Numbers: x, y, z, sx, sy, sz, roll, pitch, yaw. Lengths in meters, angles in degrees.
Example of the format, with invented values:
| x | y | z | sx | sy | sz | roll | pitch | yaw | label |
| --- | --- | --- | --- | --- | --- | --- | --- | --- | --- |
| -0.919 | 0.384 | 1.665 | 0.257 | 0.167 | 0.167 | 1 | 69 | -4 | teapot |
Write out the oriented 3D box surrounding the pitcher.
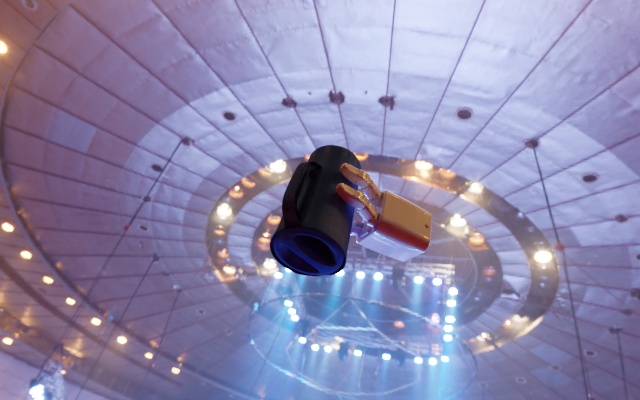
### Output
| x | y | z | sx | sy | sz | roll | pitch | yaw | label |
| --- | --- | --- | --- | --- | --- | --- | --- | --- | --- |
| 0.000 | 0.003 | 0.872 | 0.145 | 0.242 | 0.149 | 24 | -43 | -8 | pitcher |
